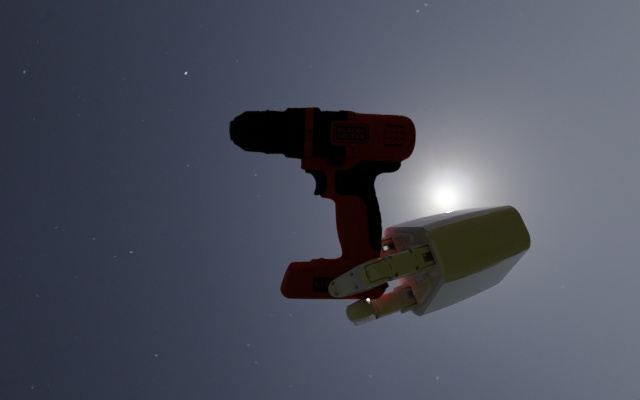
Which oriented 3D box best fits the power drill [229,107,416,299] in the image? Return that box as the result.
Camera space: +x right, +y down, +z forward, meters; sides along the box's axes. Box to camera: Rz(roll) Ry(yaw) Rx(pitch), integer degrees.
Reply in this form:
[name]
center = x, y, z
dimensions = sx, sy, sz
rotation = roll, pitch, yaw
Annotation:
[power drill]
center = 0.000, 0.002, 0.476
dimensions = 0.184, 0.187, 0.057
rotation = 2, 3, -1
